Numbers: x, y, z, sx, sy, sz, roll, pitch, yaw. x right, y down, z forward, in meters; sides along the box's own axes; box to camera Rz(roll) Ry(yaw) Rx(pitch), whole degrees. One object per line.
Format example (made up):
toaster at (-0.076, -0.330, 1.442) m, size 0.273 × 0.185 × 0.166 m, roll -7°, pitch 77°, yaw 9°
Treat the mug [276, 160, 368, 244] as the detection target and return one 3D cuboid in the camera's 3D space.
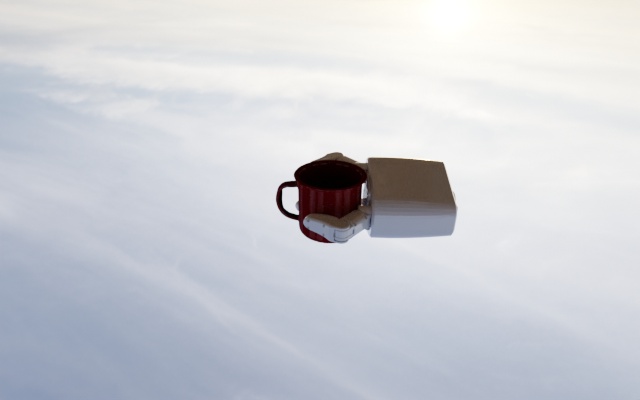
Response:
mug at (-0.001, 0.002, 0.621) m, size 0.117 × 0.081 × 0.093 m, roll 1°, pitch 28°, yaw 0°
